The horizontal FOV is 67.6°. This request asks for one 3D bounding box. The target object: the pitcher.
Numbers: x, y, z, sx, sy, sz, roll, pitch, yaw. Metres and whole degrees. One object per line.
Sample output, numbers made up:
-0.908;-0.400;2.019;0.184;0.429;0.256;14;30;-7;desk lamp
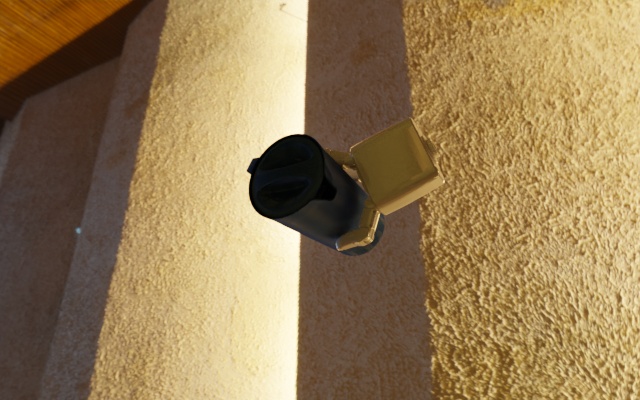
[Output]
0.000;0.002;0.772;0.145;0.149;0.243;-29;-35;19;pitcher
